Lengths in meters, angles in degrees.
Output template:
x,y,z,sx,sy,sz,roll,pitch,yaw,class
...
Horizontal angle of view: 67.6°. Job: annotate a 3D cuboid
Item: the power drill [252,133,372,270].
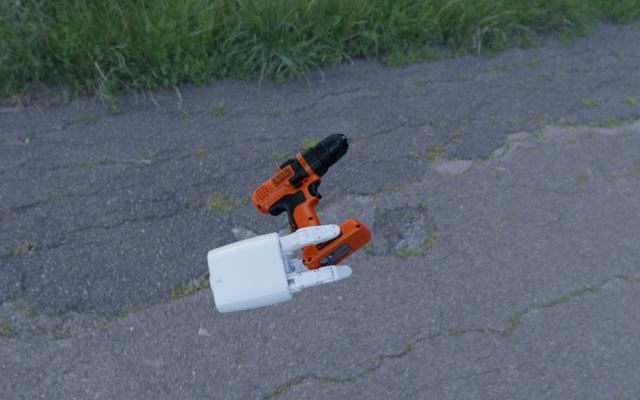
x,y,z,sx,sy,sz,roll,pitch,yaw,class
0.000,0.003,0.737,0.184,0.187,0.057,-38,-35,7,power drill
